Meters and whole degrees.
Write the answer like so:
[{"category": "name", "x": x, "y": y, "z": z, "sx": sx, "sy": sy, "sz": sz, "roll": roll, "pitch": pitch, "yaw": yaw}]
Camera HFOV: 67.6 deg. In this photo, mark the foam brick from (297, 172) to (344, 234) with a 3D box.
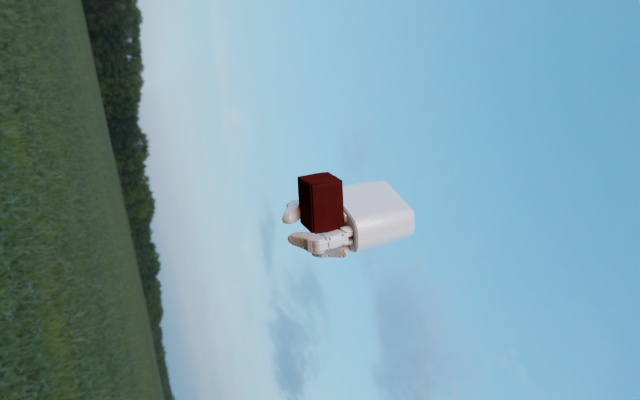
[{"category": "foam brick", "x": 0.000, "y": 0.002, "z": 0.708, "sx": 0.051, "sy": 0.078, "sz": 0.053, "roll": -11, "pitch": 22, "yaw": -21}]
